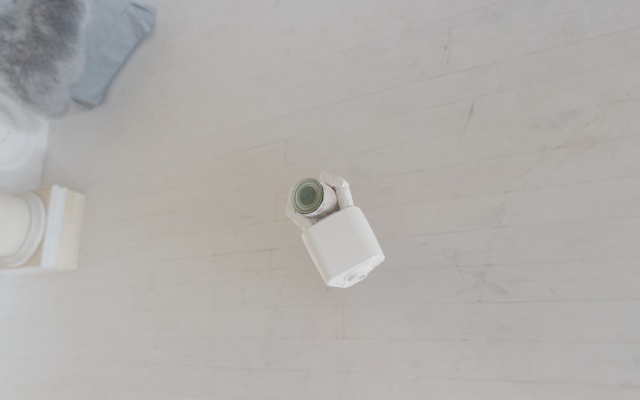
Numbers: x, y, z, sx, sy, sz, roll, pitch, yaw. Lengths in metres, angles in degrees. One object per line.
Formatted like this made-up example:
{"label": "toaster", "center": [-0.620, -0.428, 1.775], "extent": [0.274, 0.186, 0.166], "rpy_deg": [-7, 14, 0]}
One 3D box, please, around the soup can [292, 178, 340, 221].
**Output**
{"label": "soup can", "center": [0.000, 0.002, 0.887], "extent": [0.068, 0.068, 0.102], "rpy_deg": [0, -13, 30]}
